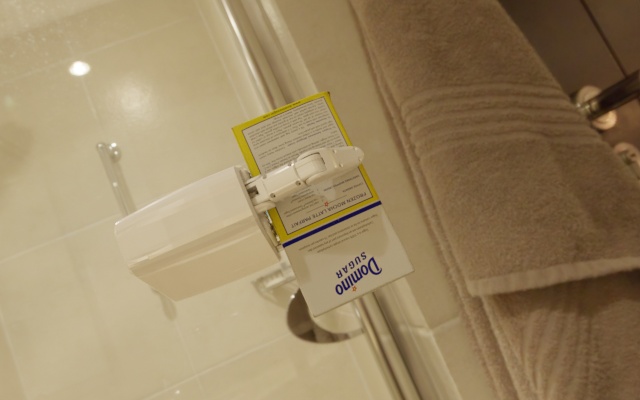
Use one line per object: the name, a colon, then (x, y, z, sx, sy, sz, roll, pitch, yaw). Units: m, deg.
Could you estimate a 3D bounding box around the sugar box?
sugar box: (0.000, 0.001, 0.416, 0.093, 0.176, 0.048, -23, -9, -5)
